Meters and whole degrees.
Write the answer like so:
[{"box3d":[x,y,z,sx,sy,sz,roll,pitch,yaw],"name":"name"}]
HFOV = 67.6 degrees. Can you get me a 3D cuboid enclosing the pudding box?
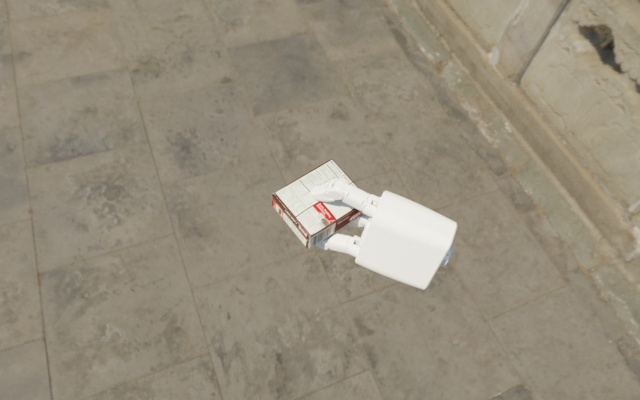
[{"box3d":[0.000,0.002,0.688,0.113,0.090,0.039,-31,-24,-25],"name":"pudding box"}]
